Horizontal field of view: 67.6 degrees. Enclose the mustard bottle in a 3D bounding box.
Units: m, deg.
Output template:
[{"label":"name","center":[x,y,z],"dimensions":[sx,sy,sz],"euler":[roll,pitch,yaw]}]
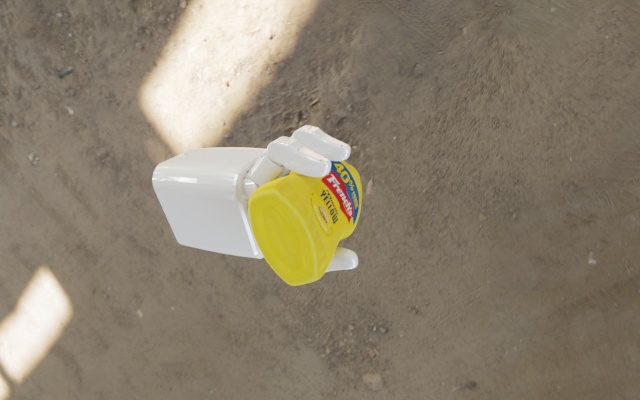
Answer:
[{"label":"mustard bottle","center":[0.000,0.002,0.497],"dimensions":[0.058,0.096,0.191],"euler":[-20,12,28]}]
